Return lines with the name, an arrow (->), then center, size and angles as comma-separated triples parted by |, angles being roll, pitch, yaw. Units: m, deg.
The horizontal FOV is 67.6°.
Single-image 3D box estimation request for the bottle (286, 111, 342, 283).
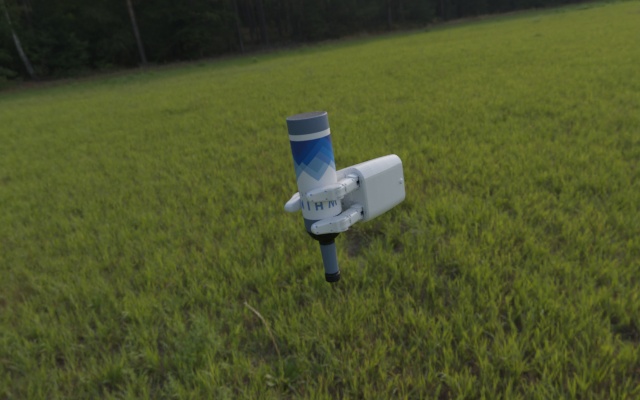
bottle -> 0.000, 0.002, 0.806 | 0.069, 0.296, 0.069 | -8, 18, 3
